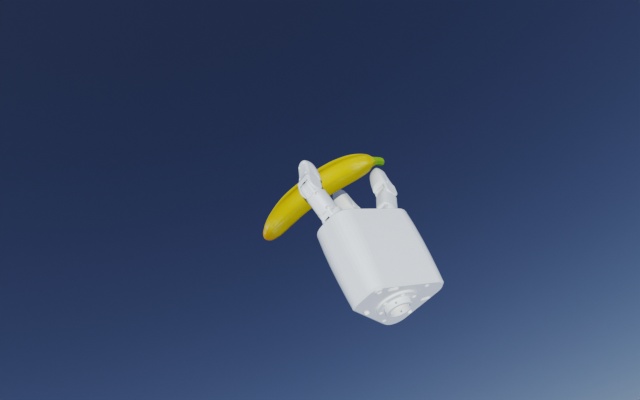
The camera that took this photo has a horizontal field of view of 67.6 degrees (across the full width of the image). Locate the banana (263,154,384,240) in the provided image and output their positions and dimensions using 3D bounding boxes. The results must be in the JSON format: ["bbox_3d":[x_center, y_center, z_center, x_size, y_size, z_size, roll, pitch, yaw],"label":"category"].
[{"bbox_3d":[-0.005,-0.008,0.634,0.198,0.037,0.070,-32,-36,7],"label":"banana"}]
